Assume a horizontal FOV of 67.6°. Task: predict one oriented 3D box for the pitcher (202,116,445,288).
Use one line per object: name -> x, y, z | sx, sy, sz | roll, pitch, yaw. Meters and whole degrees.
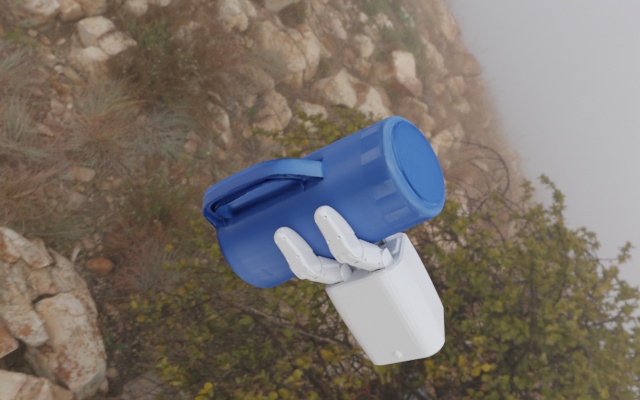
pitcher -> 0.000, 0.002, 0.523 | 0.243, 0.145, 0.149 | -25, 7, 35
